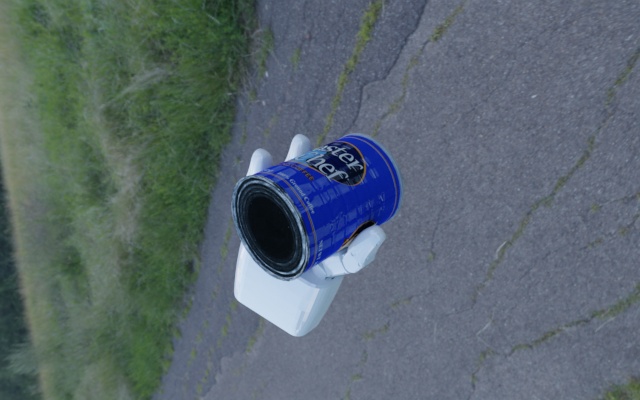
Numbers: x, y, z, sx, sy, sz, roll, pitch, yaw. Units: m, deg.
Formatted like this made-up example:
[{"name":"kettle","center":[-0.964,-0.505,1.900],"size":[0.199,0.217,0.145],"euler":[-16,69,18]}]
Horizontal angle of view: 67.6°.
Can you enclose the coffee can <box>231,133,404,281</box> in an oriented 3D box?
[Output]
[{"name":"coffee can","center":[0.000,0.001,0.469],"size":[0.140,0.103,0.103],"euler":[-27,18,-40]}]
